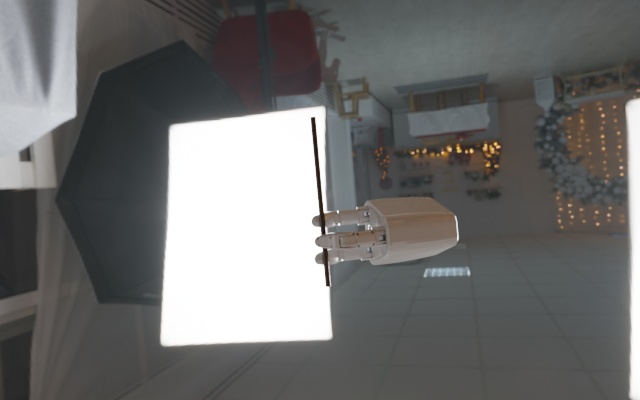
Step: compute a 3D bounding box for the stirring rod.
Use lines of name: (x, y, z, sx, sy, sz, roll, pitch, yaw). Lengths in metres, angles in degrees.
stirring rod: (0.000, 0.002, 0.675, 0.011, 0.239, 0.011, -5, 1, 0)
